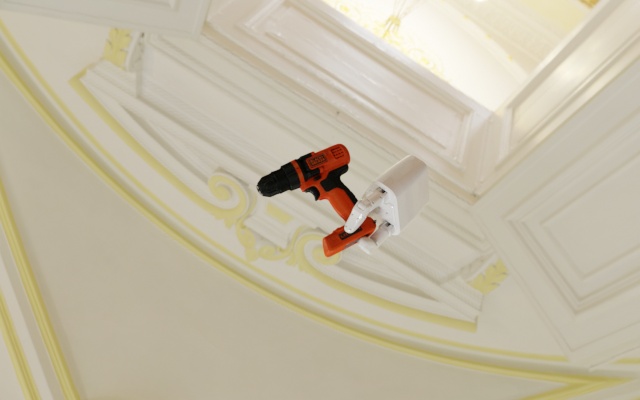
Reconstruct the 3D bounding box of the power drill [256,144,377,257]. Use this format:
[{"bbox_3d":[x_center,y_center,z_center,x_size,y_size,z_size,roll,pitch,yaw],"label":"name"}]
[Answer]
[{"bbox_3d":[0.001,0.003,0.857,0.184,0.187,0.057,-25,-14,-12],"label":"power drill"}]
